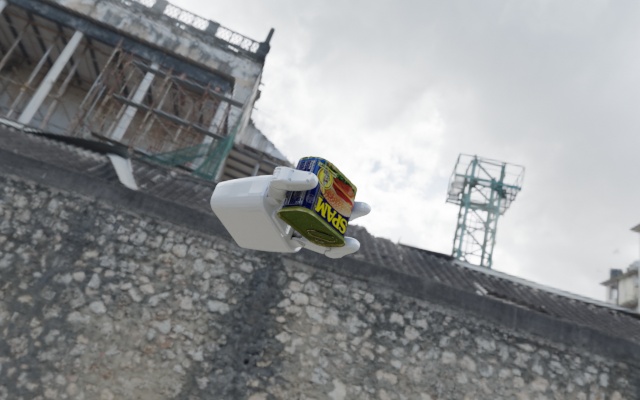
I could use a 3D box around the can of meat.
[{"bbox_3d":[0.000,0.002,0.628,0.057,0.084,0.102,-4,-33,38],"label":"can of meat"}]
